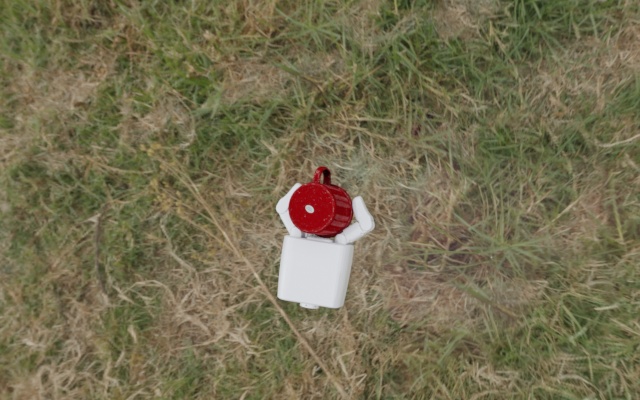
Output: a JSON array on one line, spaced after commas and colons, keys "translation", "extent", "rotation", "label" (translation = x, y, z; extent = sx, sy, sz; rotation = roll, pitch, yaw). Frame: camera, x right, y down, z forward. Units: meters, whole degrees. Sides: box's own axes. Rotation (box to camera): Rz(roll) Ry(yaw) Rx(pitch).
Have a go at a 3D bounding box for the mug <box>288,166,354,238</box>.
[{"translation": [0.000, 0.001, 0.777], "extent": [0.093, 0.117, 0.081], "rotation": [6, -2, 20], "label": "mug"}]
